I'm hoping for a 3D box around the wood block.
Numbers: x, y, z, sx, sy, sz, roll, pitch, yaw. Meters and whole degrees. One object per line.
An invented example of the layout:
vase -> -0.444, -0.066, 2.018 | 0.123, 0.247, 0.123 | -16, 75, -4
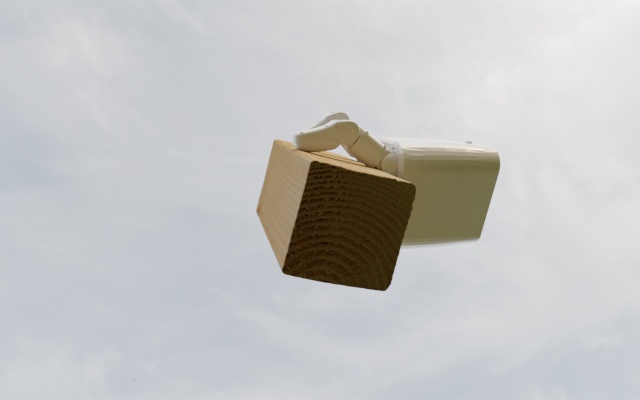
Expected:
wood block -> 0.000, 0.002, 0.457 | 0.090, 0.091, 0.206 | 12, 8, -15
